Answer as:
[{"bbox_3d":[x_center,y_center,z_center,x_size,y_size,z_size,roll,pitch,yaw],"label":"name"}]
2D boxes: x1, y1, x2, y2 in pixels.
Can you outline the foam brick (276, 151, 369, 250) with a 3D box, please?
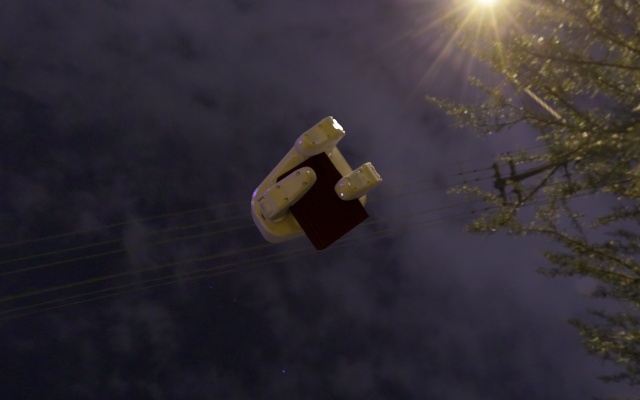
[{"bbox_3d":[0.000,0.002,0.453,0.053,0.078,0.051,-33,-5,-11],"label":"foam brick"}]
